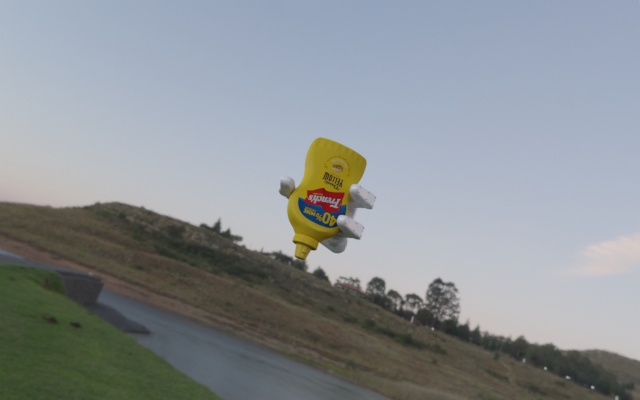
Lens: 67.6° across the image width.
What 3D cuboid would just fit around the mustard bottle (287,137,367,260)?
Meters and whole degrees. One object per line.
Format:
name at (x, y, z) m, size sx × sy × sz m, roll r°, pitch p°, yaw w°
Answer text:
mustard bottle at (0.000, 0.002, 0.756) m, size 0.096 × 0.191 × 0.058 m, roll 25°, pitch -16°, yaw -14°
